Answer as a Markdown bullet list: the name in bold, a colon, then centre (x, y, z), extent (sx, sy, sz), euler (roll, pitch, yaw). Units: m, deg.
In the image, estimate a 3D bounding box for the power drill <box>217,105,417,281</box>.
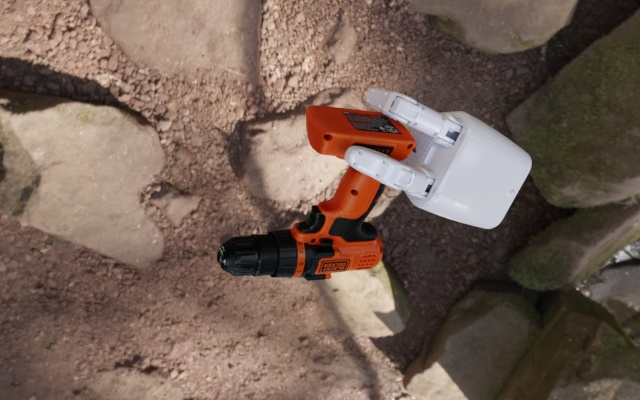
- **power drill**: centre (0.000, 0.001, 0.473), extent (0.184, 0.188, 0.057), euler (-1, 39, -28)
